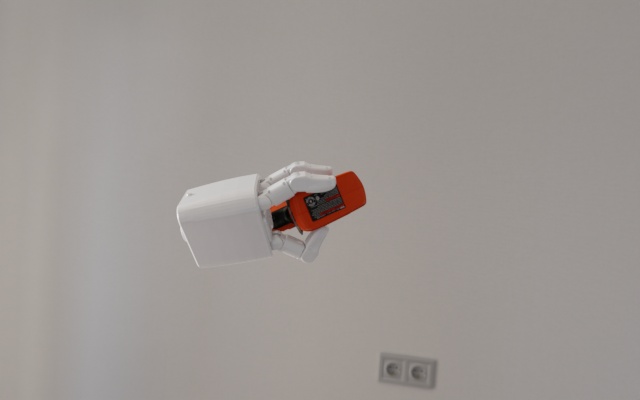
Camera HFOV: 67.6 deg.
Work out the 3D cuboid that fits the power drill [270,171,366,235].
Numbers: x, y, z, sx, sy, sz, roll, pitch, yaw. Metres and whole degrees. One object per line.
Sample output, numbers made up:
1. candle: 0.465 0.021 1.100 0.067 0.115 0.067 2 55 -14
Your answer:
1. power drill: 0.000 0.002 0.723 0.184 0.057 0.187 -26 2 -17
